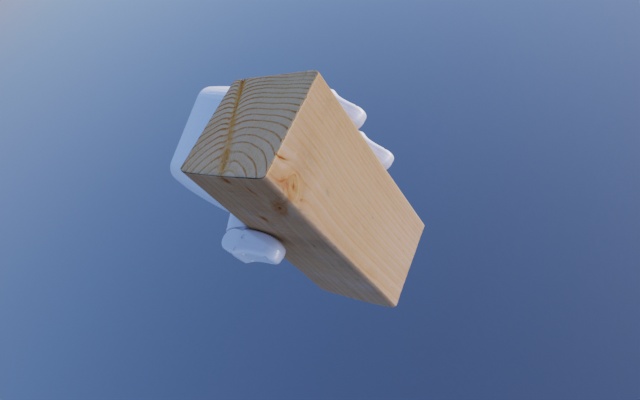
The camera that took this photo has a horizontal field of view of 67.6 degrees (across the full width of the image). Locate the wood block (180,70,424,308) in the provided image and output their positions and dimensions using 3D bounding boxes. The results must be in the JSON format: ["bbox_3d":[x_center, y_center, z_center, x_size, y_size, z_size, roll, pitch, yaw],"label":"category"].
[{"bbox_3d":[0.000,0.001,0.400,0.090,0.090,0.206,6,-28,39],"label":"wood block"}]
